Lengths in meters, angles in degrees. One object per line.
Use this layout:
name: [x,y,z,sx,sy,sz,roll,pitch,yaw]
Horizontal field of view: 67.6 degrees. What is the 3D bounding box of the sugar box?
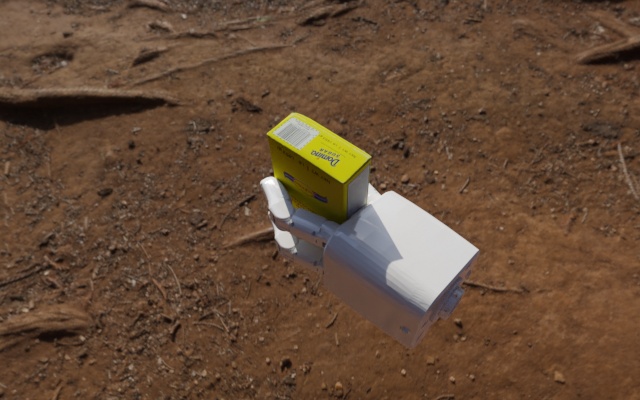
sugar box: [0.000,0.002,0.488,0.093,0.176,0.048,35,61,24]
